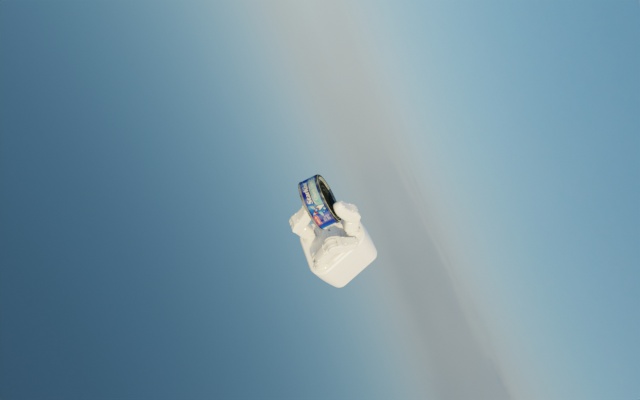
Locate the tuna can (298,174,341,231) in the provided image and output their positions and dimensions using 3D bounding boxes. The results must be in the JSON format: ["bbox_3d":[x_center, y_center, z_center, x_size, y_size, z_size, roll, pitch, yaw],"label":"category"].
[{"bbox_3d":[0.001,0.002,0.753,0.034,0.086,0.086,-26,-6,12],"label":"tuna can"}]
